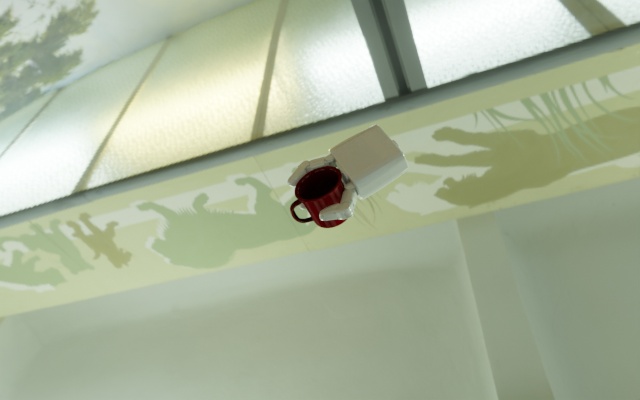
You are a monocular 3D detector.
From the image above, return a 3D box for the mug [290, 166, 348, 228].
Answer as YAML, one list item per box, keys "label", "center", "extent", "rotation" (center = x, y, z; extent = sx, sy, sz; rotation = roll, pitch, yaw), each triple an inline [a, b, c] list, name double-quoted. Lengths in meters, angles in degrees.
- label: "mug"
  center: [-0.001, 0.004, 0.882]
  extent: [0.117, 0.081, 0.093]
  rotation: [-31, 37, -2]
